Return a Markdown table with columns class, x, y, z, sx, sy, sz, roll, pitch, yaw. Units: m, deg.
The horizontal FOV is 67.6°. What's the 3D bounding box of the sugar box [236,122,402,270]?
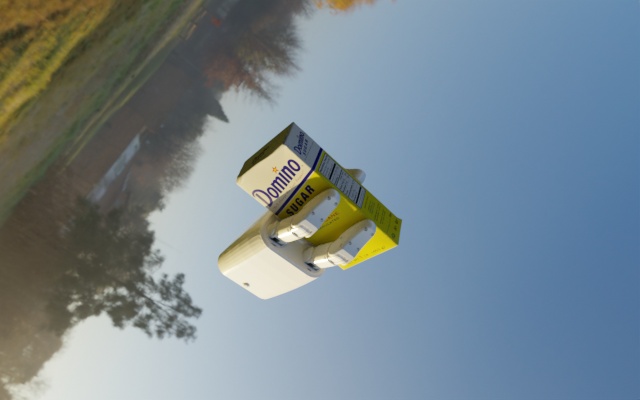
| class | x | y | z | sx | sy | sz | roll | pitch | yaw |
| --- | --- | --- | --- | --- | --- | --- | --- | --- | --- |
| sugar box | 0.000 | 0.002 | 0.540 | 0.176 | 0.048 | 0.093 | 38 | -47 | -22 |
